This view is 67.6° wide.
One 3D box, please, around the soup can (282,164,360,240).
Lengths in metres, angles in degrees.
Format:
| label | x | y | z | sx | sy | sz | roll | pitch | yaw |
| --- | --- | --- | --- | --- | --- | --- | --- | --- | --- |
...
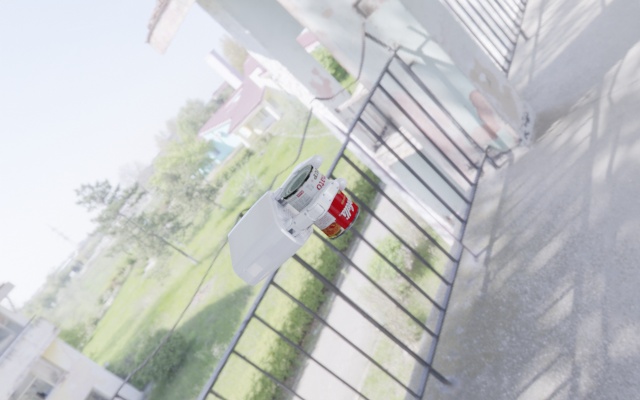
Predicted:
| label | x | y | z | sx | sy | sz | roll | pitch | yaw |
| --- | --- | --- | --- | --- | --- | --- | --- | --- | --- |
| soup can | 0.000 | 0.002 | 0.725 | 0.102 | 0.068 | 0.068 | 41 | -15 | -18 |
